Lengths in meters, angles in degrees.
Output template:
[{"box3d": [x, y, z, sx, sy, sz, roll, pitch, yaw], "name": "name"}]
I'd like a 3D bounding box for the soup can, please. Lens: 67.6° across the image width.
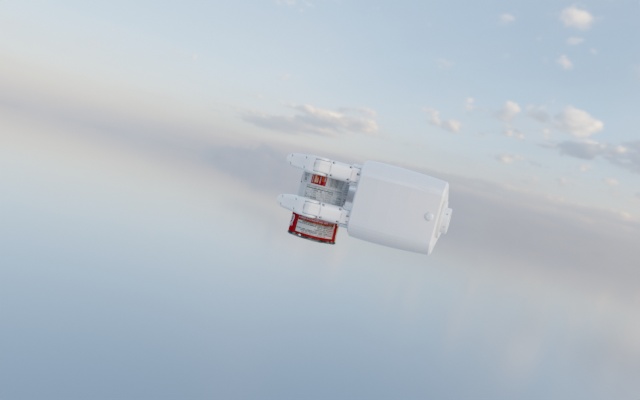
[{"box3d": [0.000, 0.002, 0.648, 0.068, 0.102, 0.068, 14, 2, -1], "name": "soup can"}]
